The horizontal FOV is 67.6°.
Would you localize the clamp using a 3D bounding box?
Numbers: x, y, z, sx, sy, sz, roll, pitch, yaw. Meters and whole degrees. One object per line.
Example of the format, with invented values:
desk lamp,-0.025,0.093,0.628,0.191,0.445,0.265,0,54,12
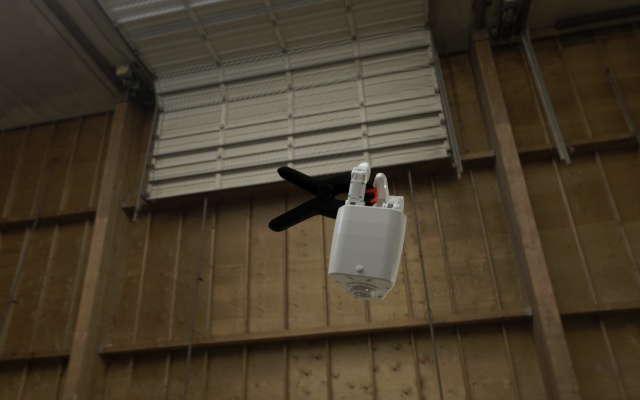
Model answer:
clamp,0.000,0.003,0.742,0.171,0.120,0.039,5,-28,16
